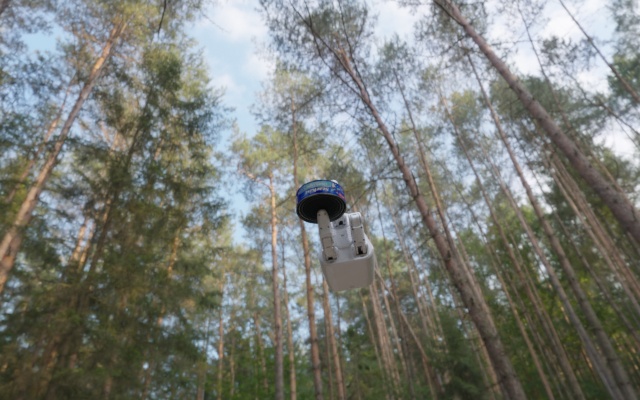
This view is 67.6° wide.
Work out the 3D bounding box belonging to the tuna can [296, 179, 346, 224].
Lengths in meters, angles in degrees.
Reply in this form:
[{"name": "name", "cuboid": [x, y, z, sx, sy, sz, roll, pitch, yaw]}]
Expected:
[{"name": "tuna can", "cuboid": [0.000, 0.002, 0.816, 0.086, 0.033, 0.086, -4, -37, -3]}]
